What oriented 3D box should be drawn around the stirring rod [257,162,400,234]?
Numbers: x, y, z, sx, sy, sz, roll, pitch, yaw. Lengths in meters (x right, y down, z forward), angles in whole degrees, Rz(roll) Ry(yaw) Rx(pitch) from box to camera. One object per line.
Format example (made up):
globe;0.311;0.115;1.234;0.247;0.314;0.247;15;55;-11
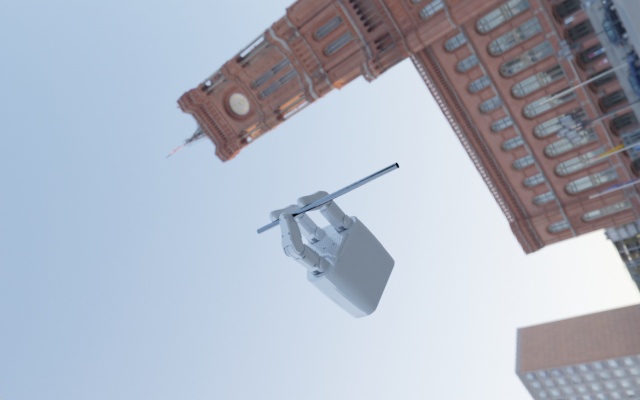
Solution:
stirring rod;0.000;0.002;0.622;0.239;0.011;0.011;-26;-15;35
